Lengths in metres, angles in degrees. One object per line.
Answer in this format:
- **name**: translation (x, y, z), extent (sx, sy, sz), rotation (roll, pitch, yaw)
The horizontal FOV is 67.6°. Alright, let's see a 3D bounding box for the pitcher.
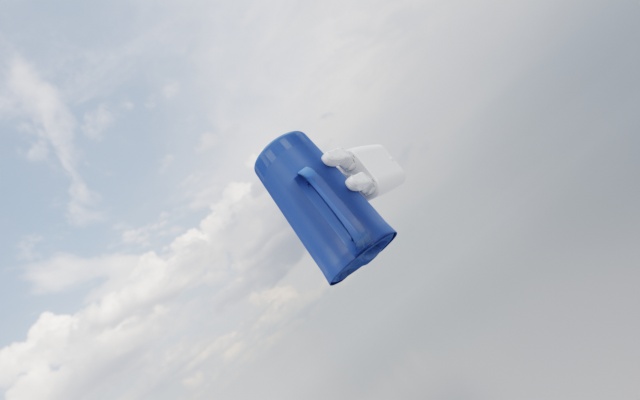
- **pitcher**: translation (0.000, 0.003, 0.766), extent (0.145, 0.242, 0.149), rotation (-19, -25, -51)
